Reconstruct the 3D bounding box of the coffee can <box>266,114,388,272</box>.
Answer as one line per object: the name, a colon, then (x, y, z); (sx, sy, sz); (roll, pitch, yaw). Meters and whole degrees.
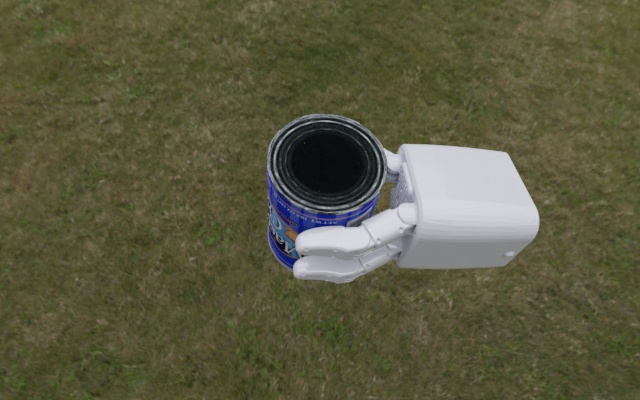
coffee can: (0.000, 0.002, 0.459); (0.103, 0.102, 0.140); (0, -30, -6)
